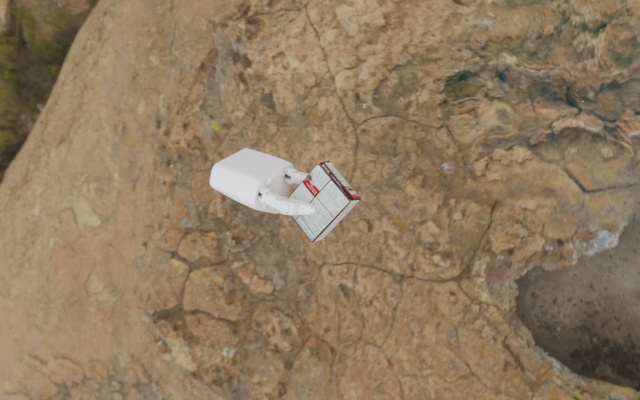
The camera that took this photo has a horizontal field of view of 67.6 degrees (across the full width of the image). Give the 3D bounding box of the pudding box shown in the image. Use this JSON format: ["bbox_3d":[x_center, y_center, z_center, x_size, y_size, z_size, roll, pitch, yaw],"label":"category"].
[{"bbox_3d":[0.000,0.003,0.811,0.113,0.090,0.039,-48,-17,29],"label":"pudding box"}]
